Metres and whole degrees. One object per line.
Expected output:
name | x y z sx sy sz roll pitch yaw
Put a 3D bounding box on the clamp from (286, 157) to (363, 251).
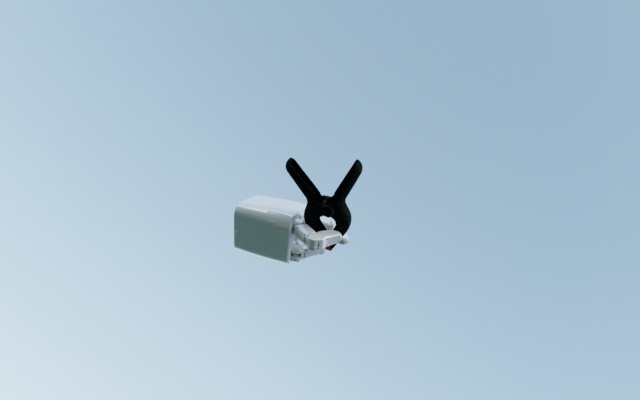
clamp | 0.000 0.002 0.774 0.120 0.172 0.039 13 31 13
